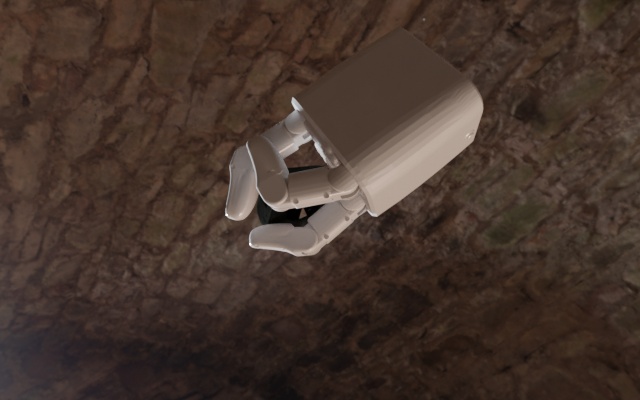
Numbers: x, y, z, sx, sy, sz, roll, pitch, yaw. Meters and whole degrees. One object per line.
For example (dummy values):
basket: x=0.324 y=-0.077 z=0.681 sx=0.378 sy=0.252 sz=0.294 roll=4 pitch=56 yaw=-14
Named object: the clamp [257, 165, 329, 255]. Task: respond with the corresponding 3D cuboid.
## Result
clamp: x=0.000 y=0.001 z=0.447 sx=0.120 sy=0.039 sz=0.171 roll=-36 pitch=-18 yaw=0
